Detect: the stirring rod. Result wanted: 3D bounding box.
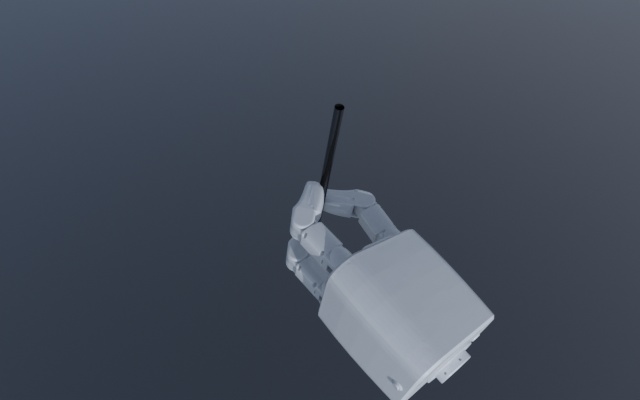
[{"bbox_3d":[0.000,0.002,0.465,0.011,0.011,0.240,0,-38,-9],"label":"stirring rod"}]
